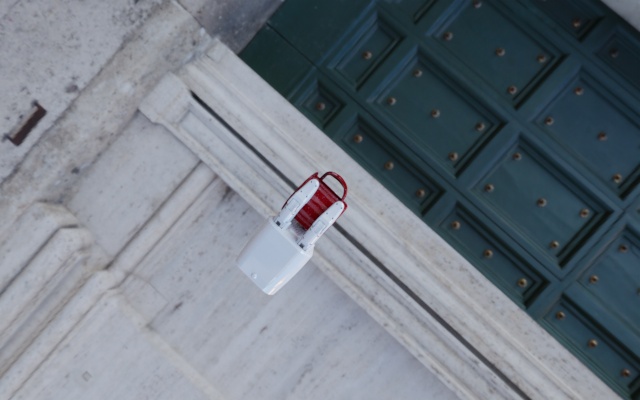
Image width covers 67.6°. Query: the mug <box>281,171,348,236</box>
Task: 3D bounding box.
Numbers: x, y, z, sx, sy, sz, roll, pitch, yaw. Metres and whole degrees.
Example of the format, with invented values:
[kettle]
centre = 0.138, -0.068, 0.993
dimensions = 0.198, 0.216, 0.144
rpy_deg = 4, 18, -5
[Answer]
[mug]
centre = 0.001, 0.002, 0.826
dimensions = 0.081, 0.117, 0.093
rpy_deg = 43, 18, 4
